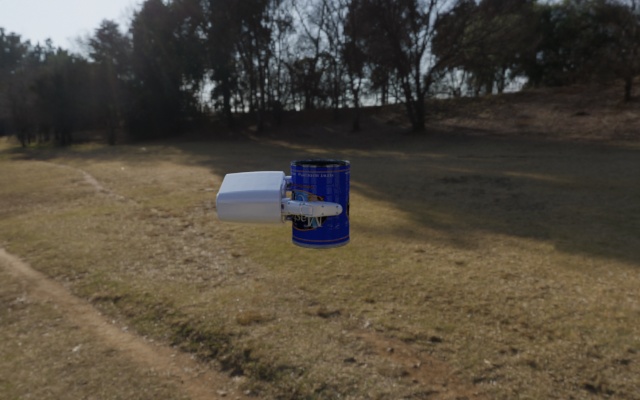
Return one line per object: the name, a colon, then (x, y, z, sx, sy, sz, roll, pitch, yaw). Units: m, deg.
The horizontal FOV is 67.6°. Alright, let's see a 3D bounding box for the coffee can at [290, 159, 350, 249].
coffee can: (0.000, 0.003, 0.827, 0.103, 0.140, 0.103, 0, 10, 0)
